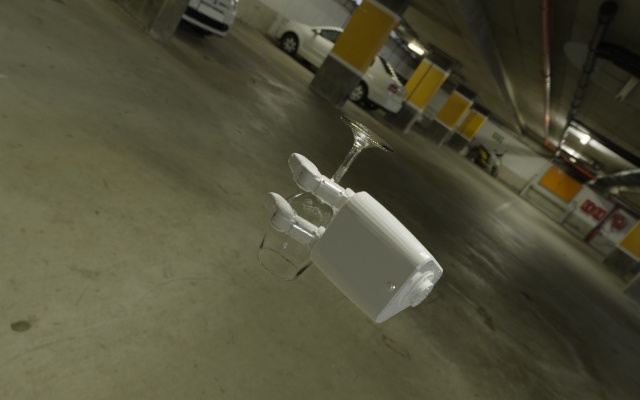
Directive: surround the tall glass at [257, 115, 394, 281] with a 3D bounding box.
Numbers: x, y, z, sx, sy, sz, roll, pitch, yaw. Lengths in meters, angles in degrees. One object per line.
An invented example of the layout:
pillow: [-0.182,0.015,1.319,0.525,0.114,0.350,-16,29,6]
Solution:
tall glass: [0.000,0.001,0.574,0.079,0.201,0.079,32,17,-11]
